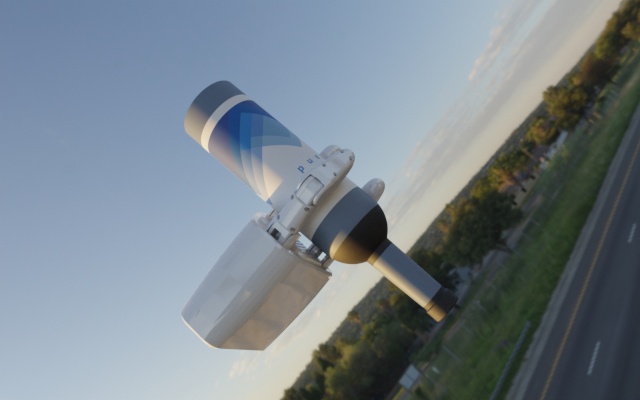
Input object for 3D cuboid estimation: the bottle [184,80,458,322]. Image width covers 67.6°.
[{"bbox_3d":[0.000,0.001,0.441,0.295,0.069,0.069,40,10,13],"label":"bottle"}]
